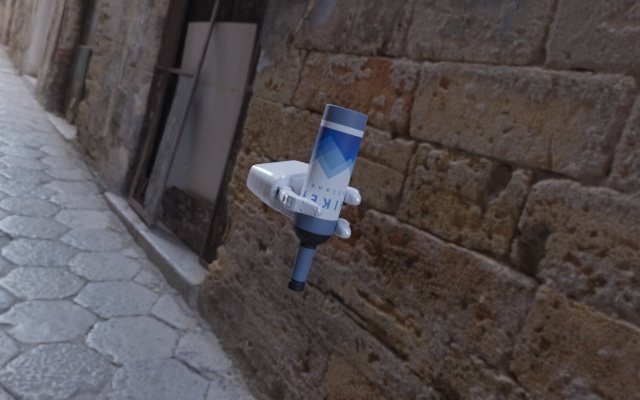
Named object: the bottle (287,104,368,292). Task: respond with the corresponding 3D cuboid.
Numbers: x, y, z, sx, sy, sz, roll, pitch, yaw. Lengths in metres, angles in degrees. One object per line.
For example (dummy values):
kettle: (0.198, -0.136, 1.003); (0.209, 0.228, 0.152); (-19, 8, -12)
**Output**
bottle: (0.000, 0.002, 0.747); (0.069, 0.296, 0.069); (16, 9, -3)
